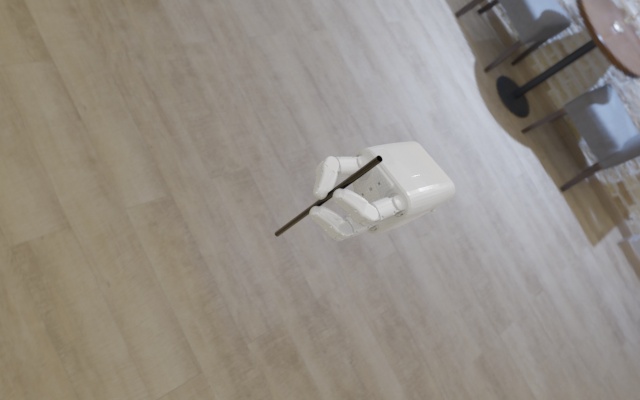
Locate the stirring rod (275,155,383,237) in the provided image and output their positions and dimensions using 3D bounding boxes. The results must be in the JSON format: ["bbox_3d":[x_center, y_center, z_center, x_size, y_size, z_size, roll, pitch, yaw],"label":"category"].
[{"bbox_3d":[0.000,0.002,0.598,0.011,0.011,0.240,0,-23,-34],"label":"stirring rod"}]
